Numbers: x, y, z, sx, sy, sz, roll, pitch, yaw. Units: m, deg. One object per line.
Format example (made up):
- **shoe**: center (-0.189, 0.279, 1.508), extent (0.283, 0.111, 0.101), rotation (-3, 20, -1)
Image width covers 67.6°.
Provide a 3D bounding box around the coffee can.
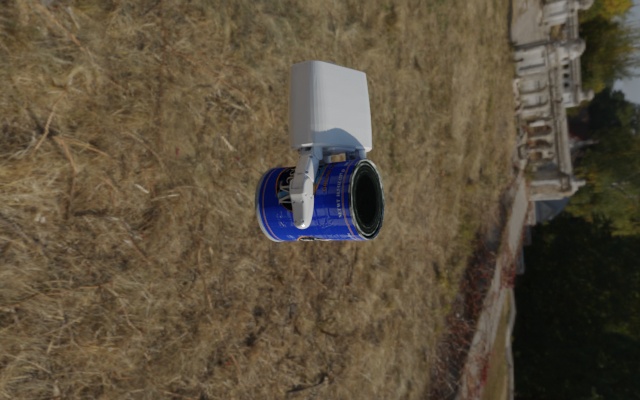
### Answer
- **coffee can**: center (0.000, 0.002, 0.626), extent (0.140, 0.103, 0.103), rotation (-3, -2, 30)
